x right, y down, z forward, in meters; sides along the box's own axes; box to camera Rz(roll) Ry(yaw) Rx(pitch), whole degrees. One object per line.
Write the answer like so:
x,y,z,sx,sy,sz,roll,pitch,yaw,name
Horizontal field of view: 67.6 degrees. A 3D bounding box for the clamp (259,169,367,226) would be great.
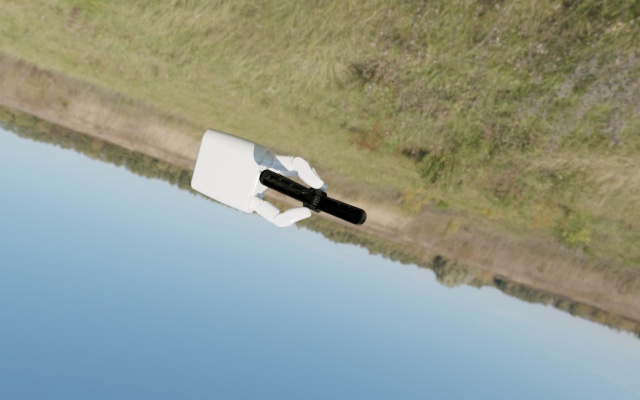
0.000,0.003,0.766,0.164,0.036,0.210,24,-1,9,clamp
